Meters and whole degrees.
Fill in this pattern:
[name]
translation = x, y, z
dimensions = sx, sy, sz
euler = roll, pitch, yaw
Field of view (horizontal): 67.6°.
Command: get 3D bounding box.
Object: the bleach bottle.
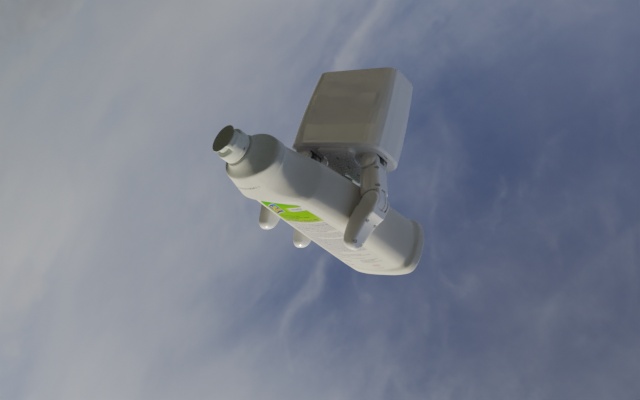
[bleach bottle]
translation = 0.000, 0.002, 0.493
dimensions = 0.102, 0.068, 0.251
euler = -7, -32, 43
